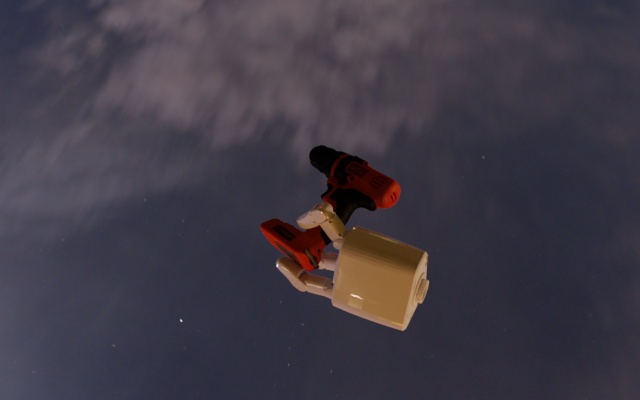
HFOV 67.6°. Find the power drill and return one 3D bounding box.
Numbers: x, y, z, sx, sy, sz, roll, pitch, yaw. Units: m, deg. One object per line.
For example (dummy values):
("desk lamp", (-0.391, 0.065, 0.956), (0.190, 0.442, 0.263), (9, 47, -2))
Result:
("power drill", (0.000, 0.003, 0.728), (0.184, 0.187, 0.057), (32, -19, 42))
